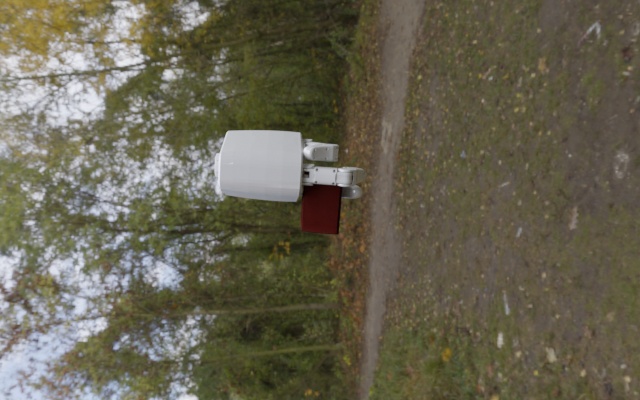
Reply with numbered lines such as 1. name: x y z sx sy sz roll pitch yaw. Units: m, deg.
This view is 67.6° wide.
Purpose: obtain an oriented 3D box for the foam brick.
1. foam brick: 0.000 0.002 0.660 0.051 0.078 0.053 3 11 -6
